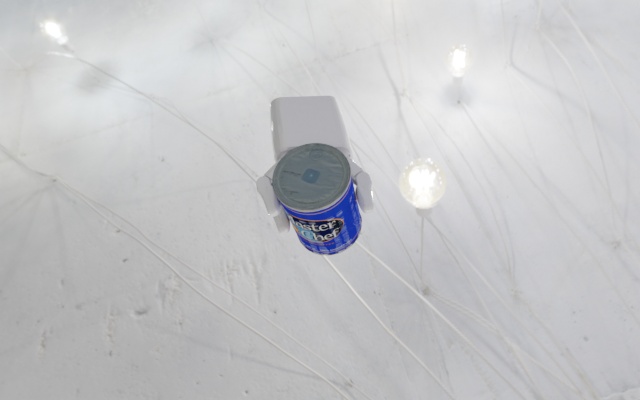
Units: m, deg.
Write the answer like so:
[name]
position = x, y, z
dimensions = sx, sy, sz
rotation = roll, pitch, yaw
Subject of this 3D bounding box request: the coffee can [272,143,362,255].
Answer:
[coffee can]
position = 0.000, 0.002, 0.668
dimensions = 0.103, 0.102, 0.140
rotation = 0, -30, 12
